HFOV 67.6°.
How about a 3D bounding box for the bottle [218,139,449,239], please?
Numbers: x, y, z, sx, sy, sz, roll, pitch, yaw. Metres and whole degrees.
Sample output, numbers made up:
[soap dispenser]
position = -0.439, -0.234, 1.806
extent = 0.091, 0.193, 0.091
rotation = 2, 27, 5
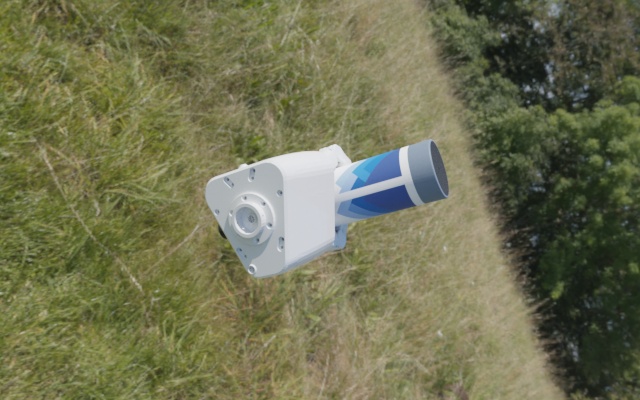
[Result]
[bottle]
position = 0.000, 0.002, 0.577
extent = 0.296, 0.069, 0.069
rotation = -16, -7, 25
